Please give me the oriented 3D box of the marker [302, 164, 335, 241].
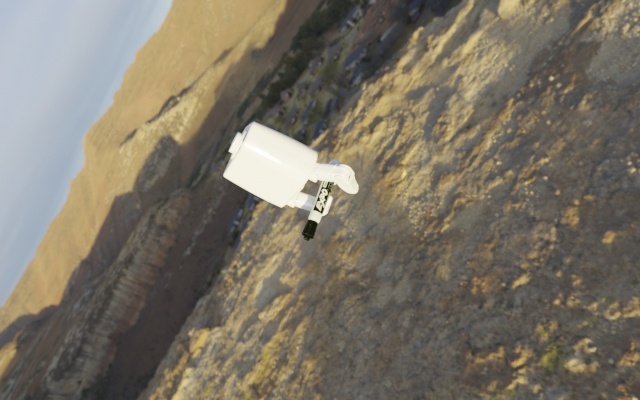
[{"bbox_3d":[0.000,0.002,0.692,0.020,0.121,0.020,18,-21,7],"label":"marker"}]
